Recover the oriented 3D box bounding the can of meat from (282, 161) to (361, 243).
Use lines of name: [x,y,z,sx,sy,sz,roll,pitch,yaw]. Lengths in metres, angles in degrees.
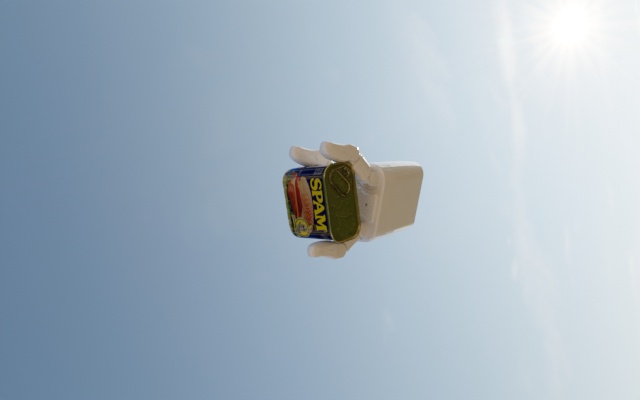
can of meat: [0.000,0.002,0.633,0.084,0.102,0.057,0,10,45]
